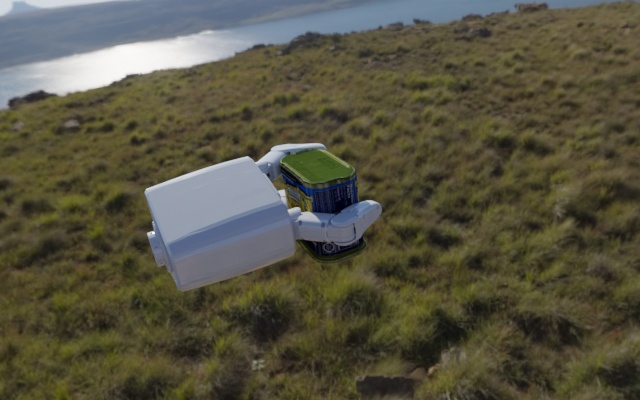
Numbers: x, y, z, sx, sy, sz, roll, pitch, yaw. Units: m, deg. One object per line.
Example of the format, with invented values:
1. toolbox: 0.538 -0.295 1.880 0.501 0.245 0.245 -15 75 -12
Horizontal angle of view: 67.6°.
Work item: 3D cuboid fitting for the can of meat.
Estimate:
1. can of meat: 0.000 0.001 0.479 0.057 0.084 0.102 -18 27 -19
